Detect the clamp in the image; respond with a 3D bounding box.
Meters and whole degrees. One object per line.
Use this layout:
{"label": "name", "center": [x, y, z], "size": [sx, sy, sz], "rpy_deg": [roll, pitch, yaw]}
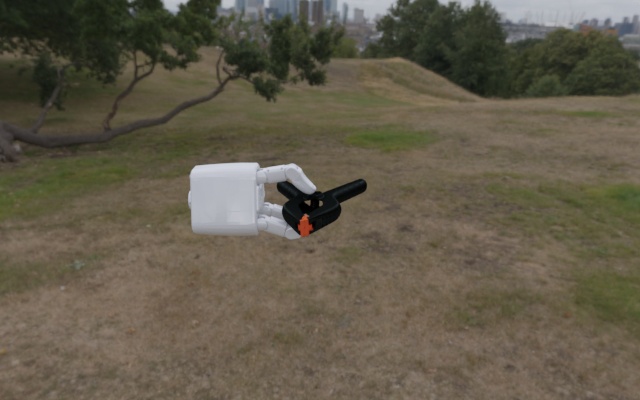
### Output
{"label": "clamp", "center": [0.000, 0.002, 0.789], "size": [0.164, 0.036, 0.210], "rpy_deg": [-3, 20, 2]}
